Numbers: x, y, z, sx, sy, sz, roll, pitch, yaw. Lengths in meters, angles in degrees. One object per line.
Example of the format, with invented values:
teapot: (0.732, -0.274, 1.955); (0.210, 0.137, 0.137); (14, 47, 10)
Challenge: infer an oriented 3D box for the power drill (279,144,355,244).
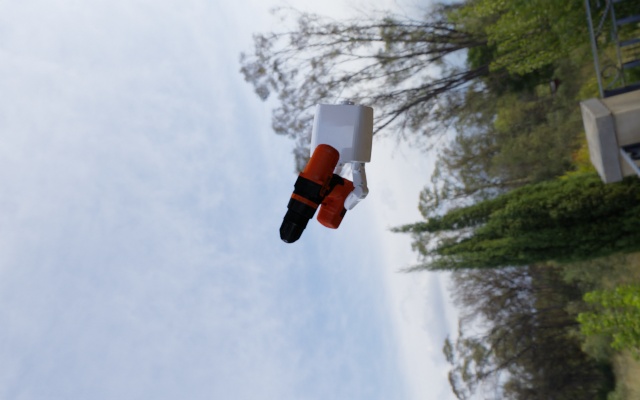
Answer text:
power drill: (0.000, 0.003, 0.887); (0.057, 0.184, 0.188); (26, -3, 20)
